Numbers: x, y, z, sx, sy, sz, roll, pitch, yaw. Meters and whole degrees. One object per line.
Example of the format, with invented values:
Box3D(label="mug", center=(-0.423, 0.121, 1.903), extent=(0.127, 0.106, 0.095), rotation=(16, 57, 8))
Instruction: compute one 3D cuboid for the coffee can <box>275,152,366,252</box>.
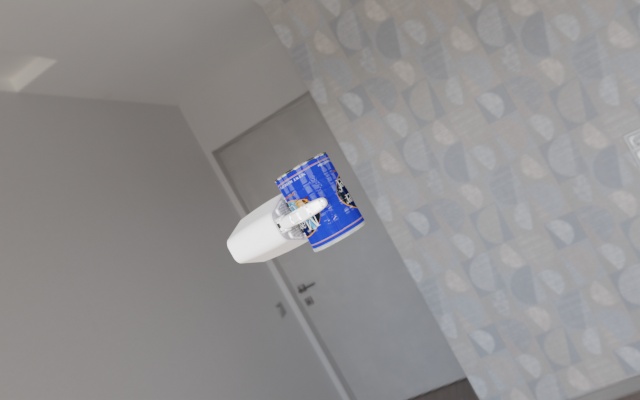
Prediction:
Box3D(label="coffee can", center=(0.000, 0.003, 0.818), extent=(0.103, 0.140, 0.103), rotation=(-30, 0, 0))
